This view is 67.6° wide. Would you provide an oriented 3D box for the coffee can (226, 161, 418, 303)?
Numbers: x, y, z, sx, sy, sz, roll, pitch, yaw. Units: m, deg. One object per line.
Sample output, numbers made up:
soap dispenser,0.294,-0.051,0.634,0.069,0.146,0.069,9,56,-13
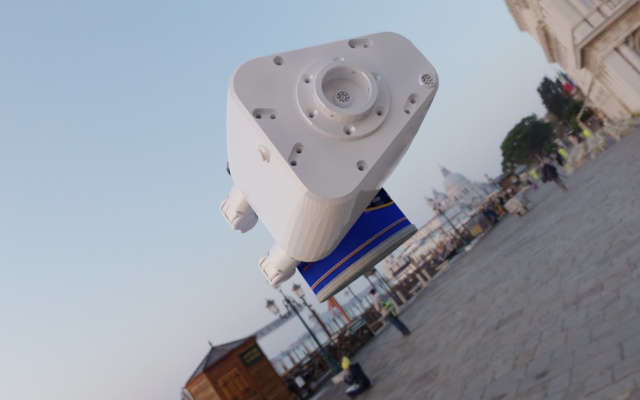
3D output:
coffee can,0.000,0.002,0.414,0.103,0.140,0.103,-35,-12,-9
